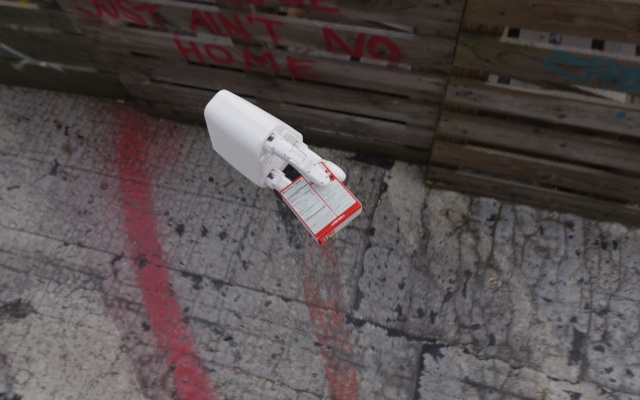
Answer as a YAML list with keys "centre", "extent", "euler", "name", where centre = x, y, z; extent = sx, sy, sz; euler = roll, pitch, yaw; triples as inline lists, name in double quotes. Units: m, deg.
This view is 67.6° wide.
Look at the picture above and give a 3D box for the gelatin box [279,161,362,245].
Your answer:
- centre: [0.000, 0.002, 0.634]
  extent: [0.073, 0.089, 0.030]
  euler: [-38, -22, -7]
  name: "gelatin box"
